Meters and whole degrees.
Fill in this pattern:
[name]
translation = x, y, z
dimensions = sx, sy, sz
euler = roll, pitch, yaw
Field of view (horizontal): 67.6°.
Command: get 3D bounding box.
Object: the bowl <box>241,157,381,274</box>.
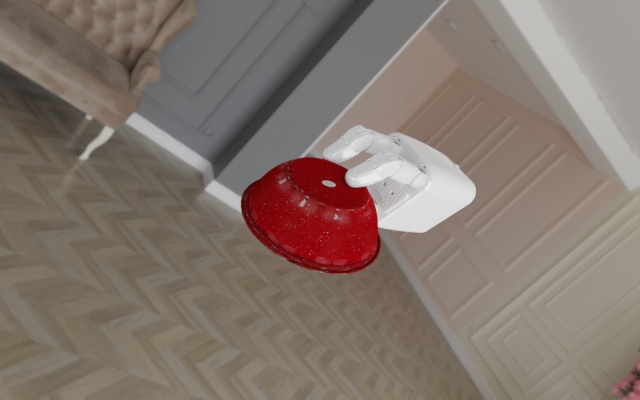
[bowl]
translation = -0.001, 0.002, 0.507
dimensions = 0.162, 0.055, 0.162
euler = 17, 33, -11
